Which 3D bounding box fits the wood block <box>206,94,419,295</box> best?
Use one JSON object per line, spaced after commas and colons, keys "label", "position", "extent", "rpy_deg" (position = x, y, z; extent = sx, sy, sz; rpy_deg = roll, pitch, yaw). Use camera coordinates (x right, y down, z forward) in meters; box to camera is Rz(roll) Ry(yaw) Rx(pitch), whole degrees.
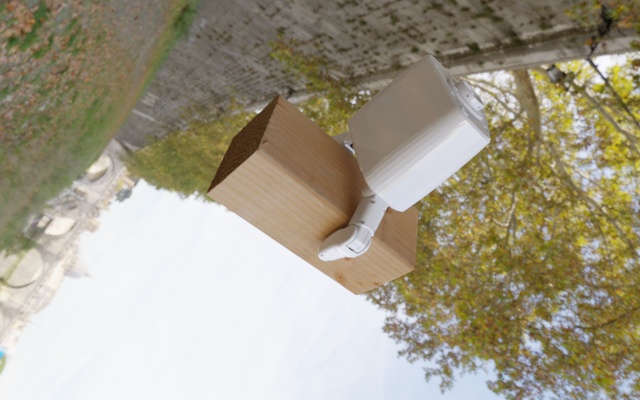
{"label": "wood block", "position": [0.000, 0.002, 0.502], "extent": [0.206, 0.090, 0.090], "rpy_deg": [37, -47, -23]}
